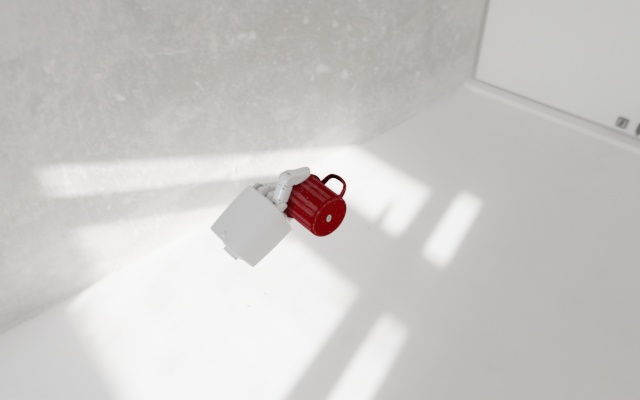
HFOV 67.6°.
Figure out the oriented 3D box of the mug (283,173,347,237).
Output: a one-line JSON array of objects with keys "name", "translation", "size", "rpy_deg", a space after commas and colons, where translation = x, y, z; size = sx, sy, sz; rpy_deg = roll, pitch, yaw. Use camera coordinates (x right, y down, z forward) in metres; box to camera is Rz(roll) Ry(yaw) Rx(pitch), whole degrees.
[{"name": "mug", "translation": [0.001, 0.002, 0.848], "size": [0.081, 0.117, 0.093], "rpy_deg": [37, -10, 37]}]
